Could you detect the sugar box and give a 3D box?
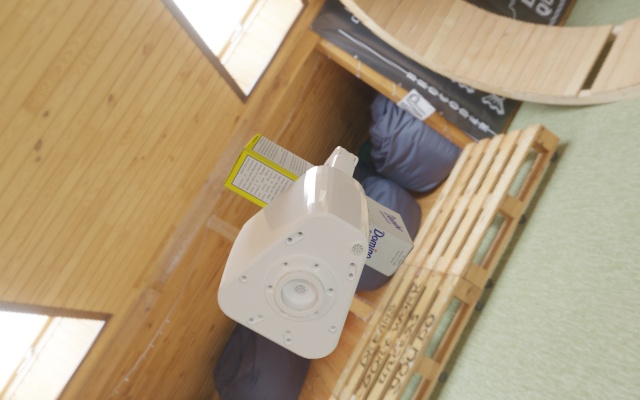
[{"bbox_3d":[0.000,0.002,0.463,0.176,0.048,0.093,32,15,-8],"label":"sugar box"}]
